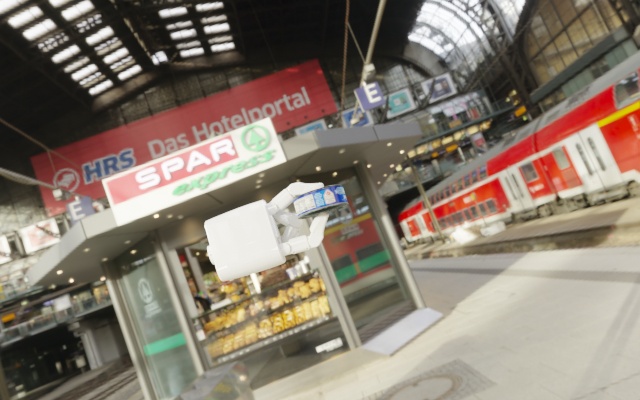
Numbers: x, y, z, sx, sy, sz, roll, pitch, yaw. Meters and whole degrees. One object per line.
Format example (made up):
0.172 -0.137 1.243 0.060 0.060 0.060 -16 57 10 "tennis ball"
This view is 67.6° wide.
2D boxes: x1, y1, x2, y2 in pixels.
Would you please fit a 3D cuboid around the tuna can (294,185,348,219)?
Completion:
0.000 0.002 0.777 0.086 0.033 0.086 -16 -7 -2 "tuna can"
